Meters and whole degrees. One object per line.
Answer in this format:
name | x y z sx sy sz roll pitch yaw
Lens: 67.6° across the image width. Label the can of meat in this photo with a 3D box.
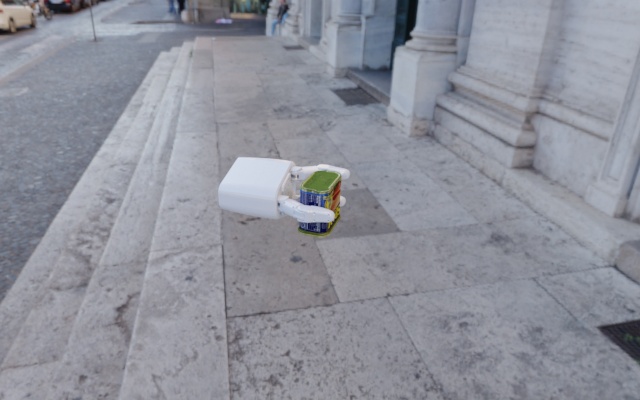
can of meat | 0.000 0.002 0.816 0.057 0.084 0.102 9 25 16
